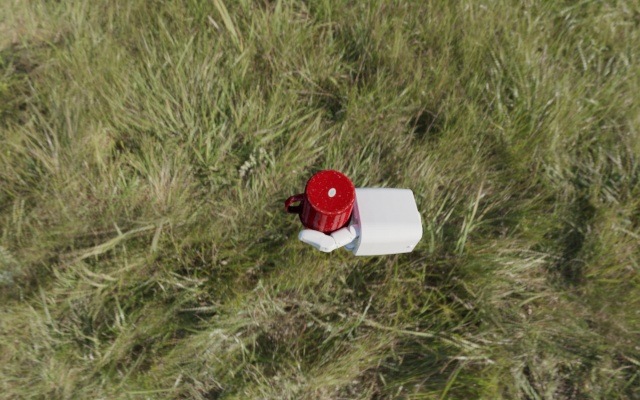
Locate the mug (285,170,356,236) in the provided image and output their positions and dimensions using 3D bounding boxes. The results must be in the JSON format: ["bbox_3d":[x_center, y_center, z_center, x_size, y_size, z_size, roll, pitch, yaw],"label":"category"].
[{"bbox_3d":[-0.001,0.002,0.779,0.117,0.093,0.081,-1,-25,-7],"label":"mug"}]
